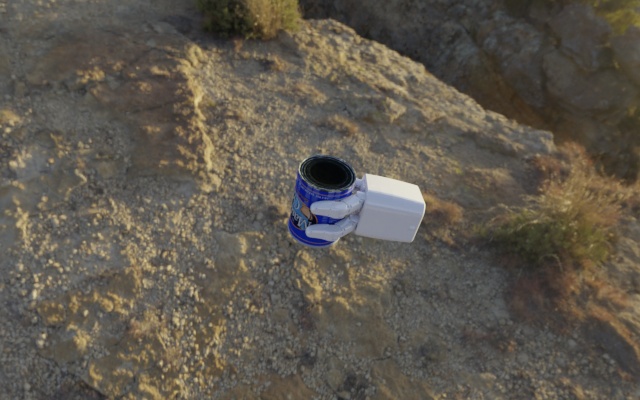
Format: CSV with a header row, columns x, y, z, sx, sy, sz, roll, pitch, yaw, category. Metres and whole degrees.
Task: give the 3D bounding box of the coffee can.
x,y,z,sx,sy,sz,roll,pitch,yaw,category
0.000,0.003,0.866,0.103,0.140,0.102,7,41,-6,coffee can
